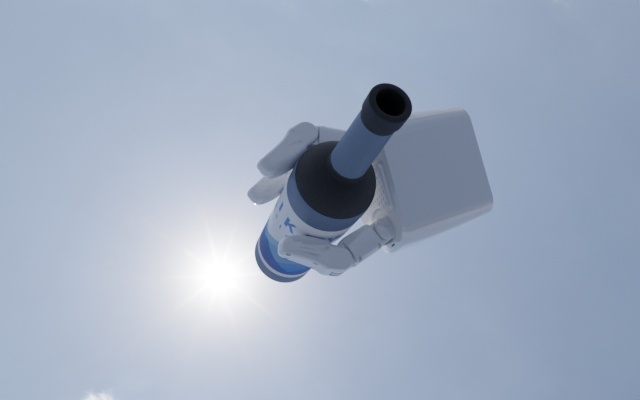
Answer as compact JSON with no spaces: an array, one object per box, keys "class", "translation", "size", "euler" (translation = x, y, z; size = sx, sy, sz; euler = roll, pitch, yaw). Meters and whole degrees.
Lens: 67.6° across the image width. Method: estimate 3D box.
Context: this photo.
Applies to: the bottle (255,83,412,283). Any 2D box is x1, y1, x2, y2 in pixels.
[{"class":"bottle","translation":[0.000,0.001,0.404],"size":[0.069,0.069,0.296],"euler":[0,-23,-17]}]
